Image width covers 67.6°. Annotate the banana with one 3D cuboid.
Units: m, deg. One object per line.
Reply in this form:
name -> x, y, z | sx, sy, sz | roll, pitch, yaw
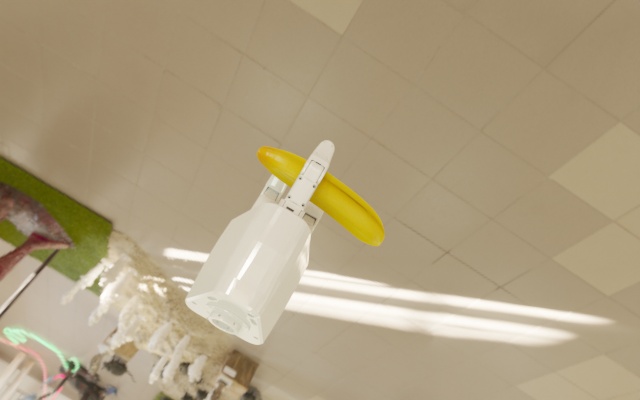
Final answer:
banana -> 0.013, 0.002, 0.543 | 0.198, 0.037, 0.069 | 40, -25, -26
